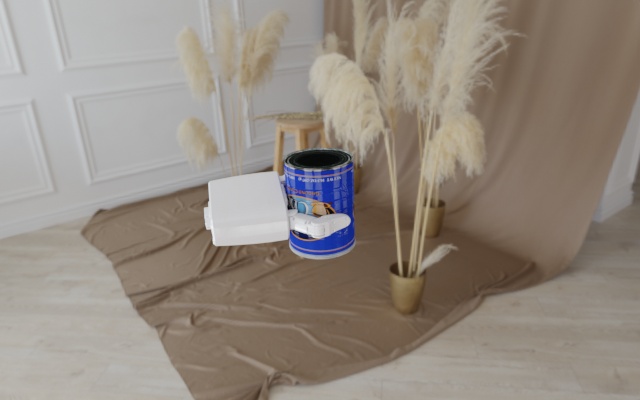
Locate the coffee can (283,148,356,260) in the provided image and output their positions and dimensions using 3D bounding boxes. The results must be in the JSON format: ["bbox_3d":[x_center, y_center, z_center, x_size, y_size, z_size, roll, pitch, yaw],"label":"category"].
[{"bbox_3d":[0.000,0.002,0.715,0.103,0.140,0.102,-2,23,1],"label":"coffee can"}]
